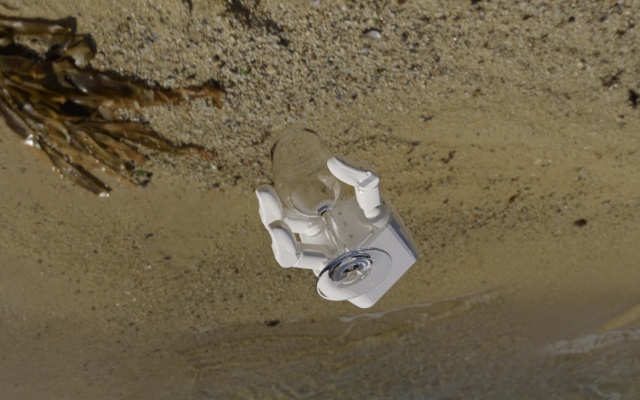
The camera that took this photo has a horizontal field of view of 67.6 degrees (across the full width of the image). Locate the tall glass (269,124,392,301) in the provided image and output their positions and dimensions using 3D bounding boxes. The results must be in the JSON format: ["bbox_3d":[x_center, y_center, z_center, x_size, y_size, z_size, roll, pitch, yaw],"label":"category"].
[{"bbox_3d":[0.000,0.002,0.499,0.079,0.079,0.201,0,43,-25],"label":"tall glass"}]
